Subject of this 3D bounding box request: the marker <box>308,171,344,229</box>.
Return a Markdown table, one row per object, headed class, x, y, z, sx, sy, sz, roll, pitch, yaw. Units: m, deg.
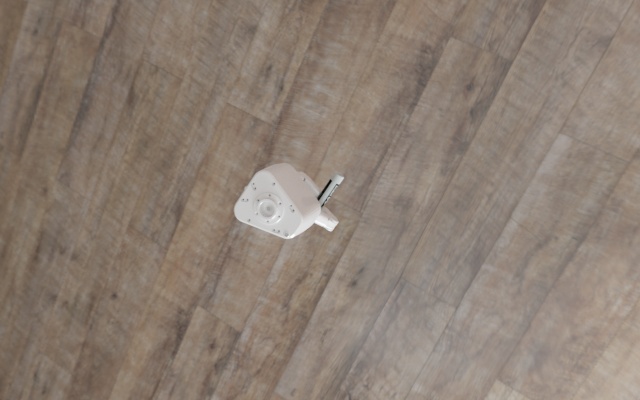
| class | x | y | z | sx | sy | sz | roll | pitch | yaw |
| --- | --- | --- | --- | --- | --- | --- | --- | --- | --- |
| marker | 0.000 | 0.003 | 0.841 | 0.020 | 0.121 | 0.020 | 32 | 15 | -10 |
